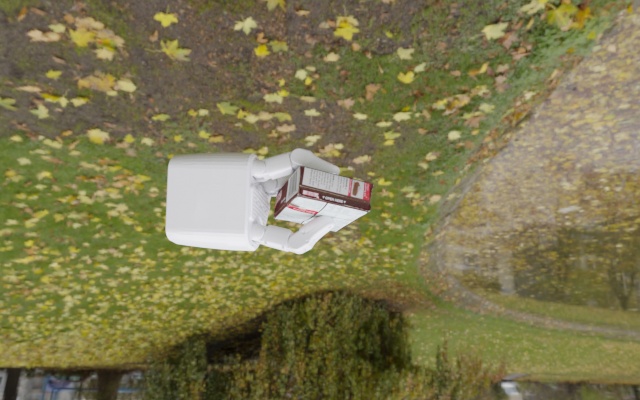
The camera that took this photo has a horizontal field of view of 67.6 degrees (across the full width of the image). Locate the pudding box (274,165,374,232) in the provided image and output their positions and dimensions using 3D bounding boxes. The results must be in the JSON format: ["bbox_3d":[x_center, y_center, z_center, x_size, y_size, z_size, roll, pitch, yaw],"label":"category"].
[{"bbox_3d":[0.000,0.002,0.574,0.090,0.039,0.113,12,-18,-16],"label":"pudding box"}]
